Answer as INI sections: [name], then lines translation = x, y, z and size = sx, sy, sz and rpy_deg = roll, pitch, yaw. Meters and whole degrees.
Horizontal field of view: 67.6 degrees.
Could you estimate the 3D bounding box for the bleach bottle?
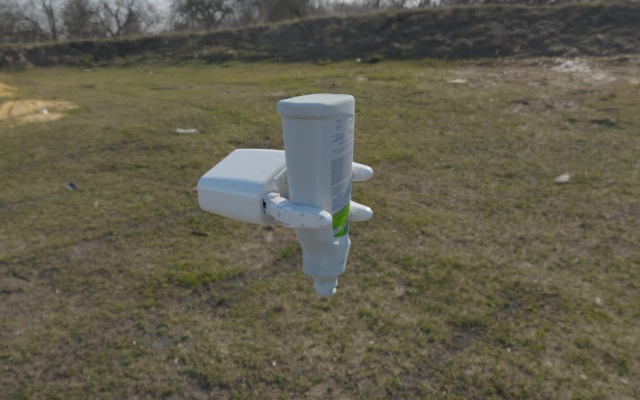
[bleach bottle]
translation = 0.000, 0.002, 0.582
size = 0.068, 0.251, 0.102
rpy_deg = 9, 20, 28
